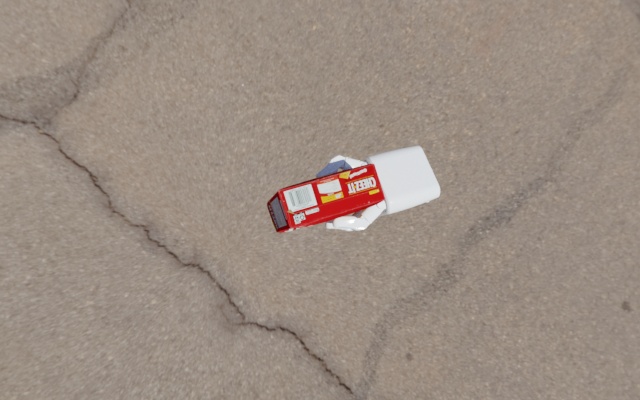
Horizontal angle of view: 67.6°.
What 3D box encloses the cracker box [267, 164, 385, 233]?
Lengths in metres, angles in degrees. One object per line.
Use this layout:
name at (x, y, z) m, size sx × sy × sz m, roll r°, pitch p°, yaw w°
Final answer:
cracker box at (0.000, 0.003, 0.846) m, size 0.164 × 0.072 × 0.214 m, roll -17°, pitch -2°, yaw -12°
